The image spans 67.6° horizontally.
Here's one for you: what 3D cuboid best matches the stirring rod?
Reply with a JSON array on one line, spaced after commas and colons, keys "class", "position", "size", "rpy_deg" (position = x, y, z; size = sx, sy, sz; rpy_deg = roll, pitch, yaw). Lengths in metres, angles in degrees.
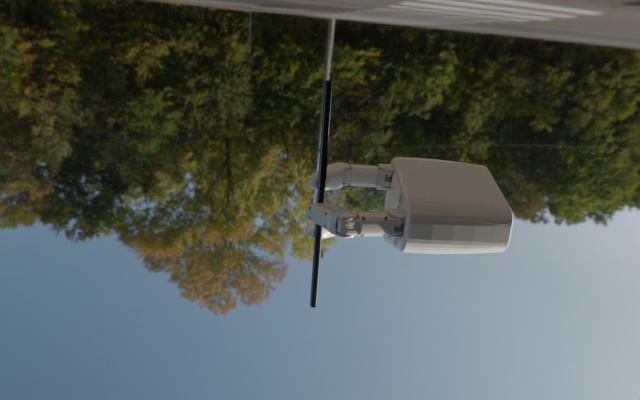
[{"class": "stirring rod", "position": [0.000, 0.002, 0.486], "size": [0.011, 0.240, 0.011], "rpy_deg": [4, 19, -1]}]
